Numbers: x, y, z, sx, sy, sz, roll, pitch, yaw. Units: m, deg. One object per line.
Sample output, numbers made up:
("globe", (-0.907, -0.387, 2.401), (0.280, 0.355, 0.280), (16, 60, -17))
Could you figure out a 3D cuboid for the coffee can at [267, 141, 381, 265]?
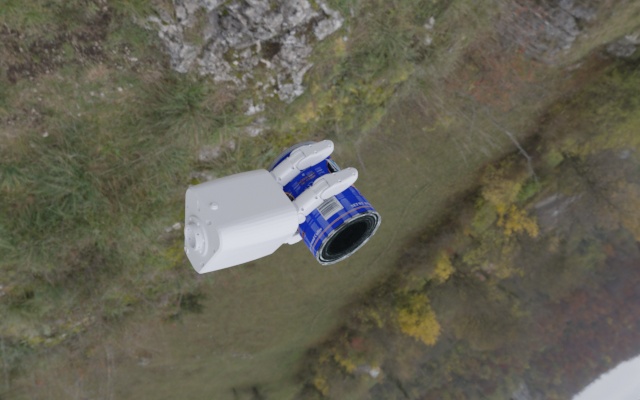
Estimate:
("coffee can", (0.000, 0.002, 0.656), (0.103, 0.140, 0.103), (-29, -28, -17))
